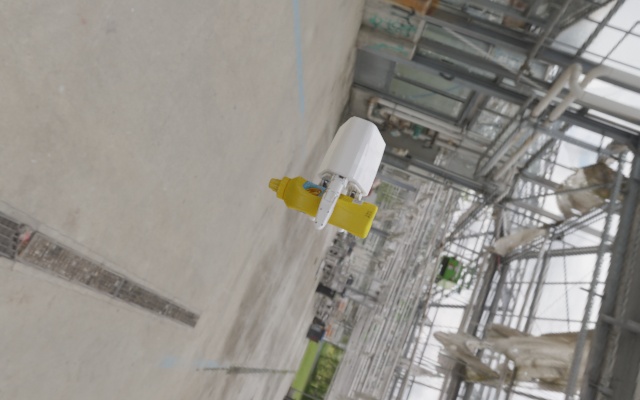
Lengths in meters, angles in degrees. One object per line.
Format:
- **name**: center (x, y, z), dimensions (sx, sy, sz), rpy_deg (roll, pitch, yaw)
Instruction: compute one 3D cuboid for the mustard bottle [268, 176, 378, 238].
- **mustard bottle**: center (0.000, 0.003, 0.828), dimensions (0.191, 0.058, 0.096), rpy_deg (22, 16, 7)
